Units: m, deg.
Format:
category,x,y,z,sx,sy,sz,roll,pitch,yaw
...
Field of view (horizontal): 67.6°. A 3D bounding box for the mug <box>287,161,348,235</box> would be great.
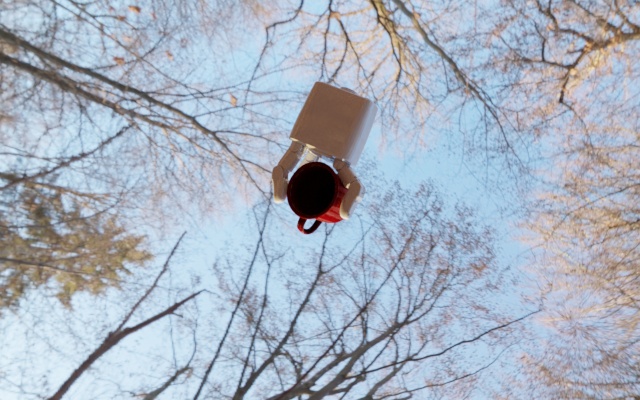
category,x,y,z,sx,sy,sz,roll,pitch,yaw
mug,0.000,0.004,0.778,0.093,0.117,0.081,25,1,31
